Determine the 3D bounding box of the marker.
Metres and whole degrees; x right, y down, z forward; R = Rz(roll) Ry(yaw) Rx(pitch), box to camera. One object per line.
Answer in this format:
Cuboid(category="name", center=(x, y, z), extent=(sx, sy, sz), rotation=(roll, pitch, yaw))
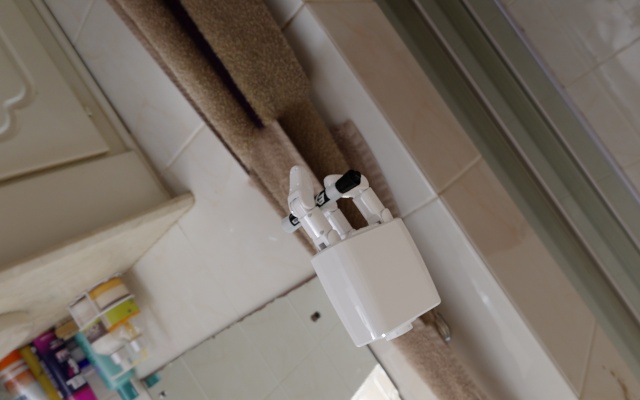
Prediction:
Cuboid(category="marker", center=(0.000, 0.002, 0.521), extent=(0.020, 0.020, 0.121), rotation=(0, -28, -47))
